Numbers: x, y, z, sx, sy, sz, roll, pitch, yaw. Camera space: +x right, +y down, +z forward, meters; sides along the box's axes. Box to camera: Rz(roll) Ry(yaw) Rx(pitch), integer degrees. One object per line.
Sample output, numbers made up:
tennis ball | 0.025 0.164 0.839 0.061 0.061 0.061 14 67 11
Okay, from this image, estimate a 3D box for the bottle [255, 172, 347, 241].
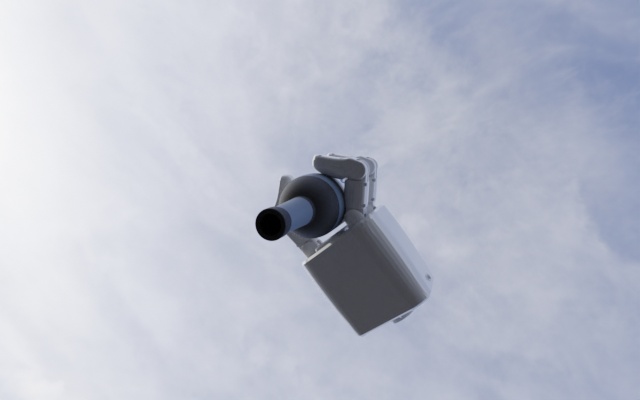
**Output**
bottle | 0.000 0.002 0.528 0.069 0.069 0.295 0 7 16
